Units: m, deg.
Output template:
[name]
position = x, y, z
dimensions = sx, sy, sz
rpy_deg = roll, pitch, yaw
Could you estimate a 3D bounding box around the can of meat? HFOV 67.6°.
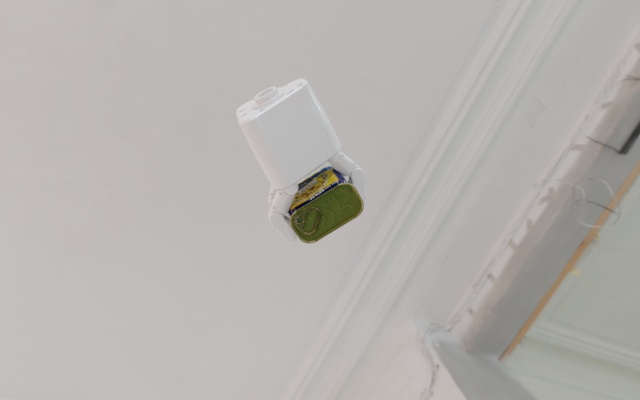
[can of meat]
position = 0.000, 0.002, 0.683
dimensions = 0.102, 0.057, 0.084
rpy_deg = -32, 27, 1
